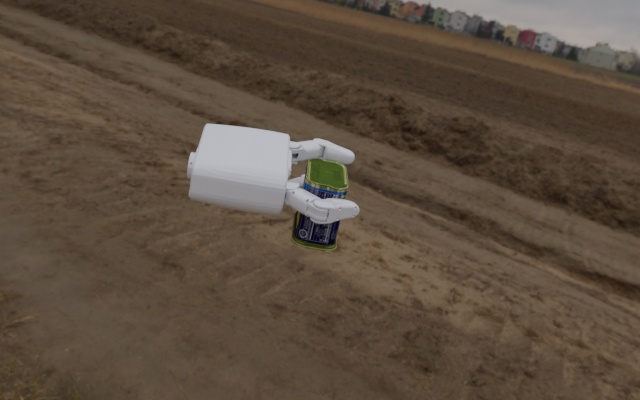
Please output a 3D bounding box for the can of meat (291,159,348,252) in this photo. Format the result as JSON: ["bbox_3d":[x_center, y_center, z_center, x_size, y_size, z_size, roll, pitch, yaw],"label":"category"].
[{"bbox_3d":[0.000,0.002,0.599,0.057,0.084,0.102,10,23,-4],"label":"can of meat"}]
